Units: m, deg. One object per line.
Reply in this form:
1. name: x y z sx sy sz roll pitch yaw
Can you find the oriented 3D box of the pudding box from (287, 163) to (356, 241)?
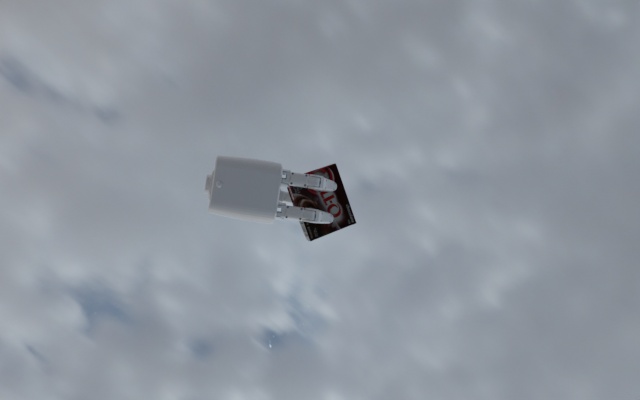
1. pudding box: 0.000 0.003 0.822 0.090 0.113 0.039 -20 5 -16
